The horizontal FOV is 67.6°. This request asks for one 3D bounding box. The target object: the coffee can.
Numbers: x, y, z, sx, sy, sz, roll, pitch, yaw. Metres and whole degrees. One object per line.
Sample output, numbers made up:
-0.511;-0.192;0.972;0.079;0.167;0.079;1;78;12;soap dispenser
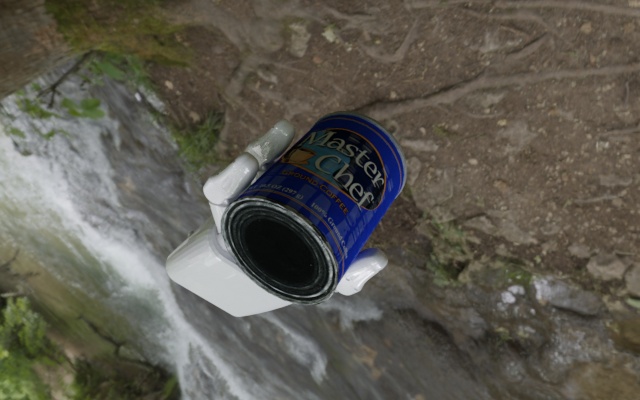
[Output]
0.000;0.001;0.401;0.103;0.103;0.140;0;34;35;coffee can
